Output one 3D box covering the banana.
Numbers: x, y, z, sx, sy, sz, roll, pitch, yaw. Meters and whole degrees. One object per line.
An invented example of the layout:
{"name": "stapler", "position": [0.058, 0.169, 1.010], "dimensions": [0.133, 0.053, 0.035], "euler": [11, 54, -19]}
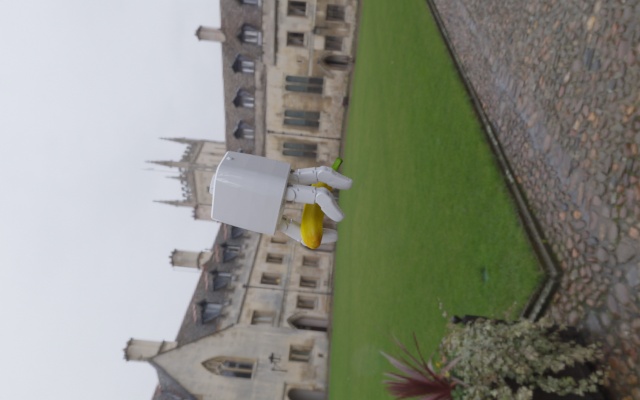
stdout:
{"name": "banana", "position": [-0.006, 0.011, 0.779], "dimensions": [0.037, 0.197, 0.070], "euler": [21, -42, -8]}
